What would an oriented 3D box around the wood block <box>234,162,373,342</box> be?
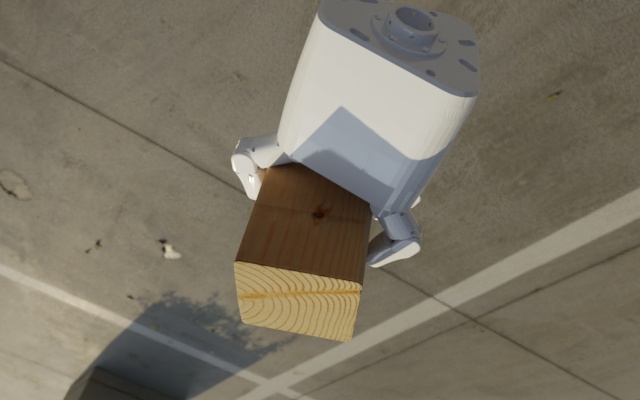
[{"bbox_3d":[0.000,0.001,0.415,0.091,0.206,0.090,9,-42,5],"label":"wood block"}]
